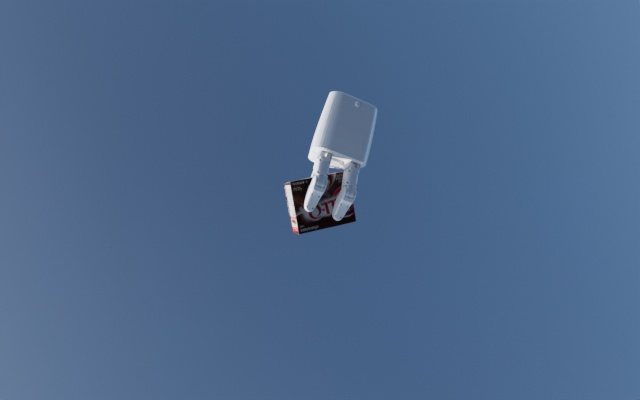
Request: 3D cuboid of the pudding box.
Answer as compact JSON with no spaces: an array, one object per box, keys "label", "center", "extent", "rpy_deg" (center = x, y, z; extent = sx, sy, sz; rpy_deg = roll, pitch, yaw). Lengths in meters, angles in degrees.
[{"label":"pudding box","center":[0.000,0.003,0.817],"extent":[0.113,0.090,0.039],"rpy_deg":[-12,5,-21]}]
